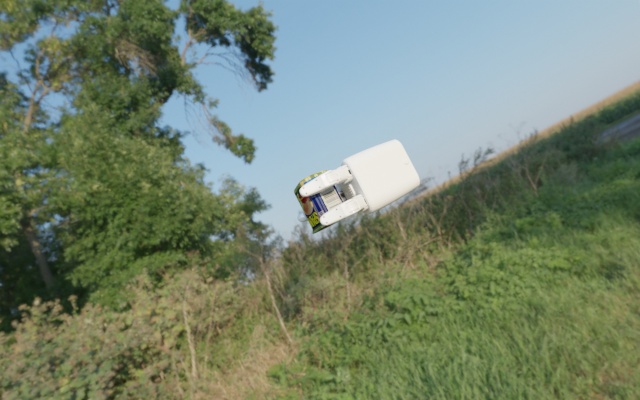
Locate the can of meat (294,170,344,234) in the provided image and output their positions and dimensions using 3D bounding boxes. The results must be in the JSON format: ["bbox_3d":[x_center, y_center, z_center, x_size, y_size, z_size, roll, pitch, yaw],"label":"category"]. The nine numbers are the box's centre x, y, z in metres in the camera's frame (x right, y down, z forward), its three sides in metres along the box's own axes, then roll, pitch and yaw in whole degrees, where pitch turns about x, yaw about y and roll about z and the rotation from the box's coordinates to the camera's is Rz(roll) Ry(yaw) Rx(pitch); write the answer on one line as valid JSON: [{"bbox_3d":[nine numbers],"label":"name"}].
[{"bbox_3d":[0.000,0.002,0.801,0.057,0.084,0.102,-26,-5,-16],"label":"can of meat"}]
